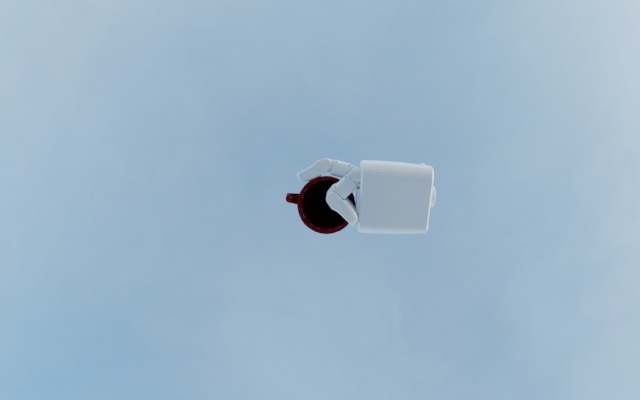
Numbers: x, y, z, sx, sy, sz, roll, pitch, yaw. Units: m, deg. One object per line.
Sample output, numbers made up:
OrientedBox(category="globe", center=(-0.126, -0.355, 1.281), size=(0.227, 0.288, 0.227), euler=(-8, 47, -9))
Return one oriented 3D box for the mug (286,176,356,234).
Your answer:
OrientedBox(category="mug", center=(-0.001, 0.003, 0.798), size=(0.117, 0.093, 0.081), euler=(6, 6, 4))
